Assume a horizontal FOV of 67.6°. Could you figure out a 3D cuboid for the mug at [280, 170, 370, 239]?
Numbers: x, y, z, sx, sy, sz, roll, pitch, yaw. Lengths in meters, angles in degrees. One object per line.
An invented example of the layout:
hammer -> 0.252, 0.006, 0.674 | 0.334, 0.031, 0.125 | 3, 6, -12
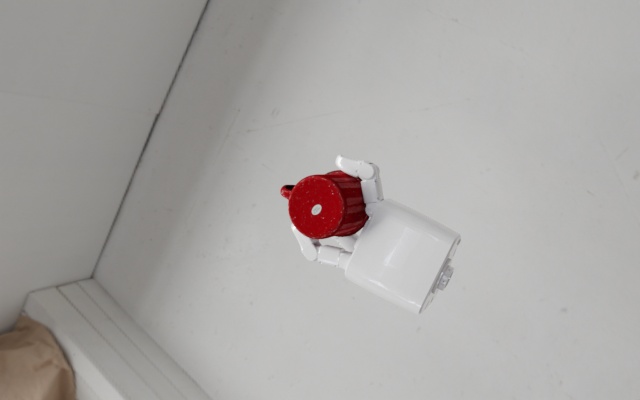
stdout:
mug -> -0.001, 0.001, 0.628 | 0.117, 0.093, 0.081 | 23, 13, 22
